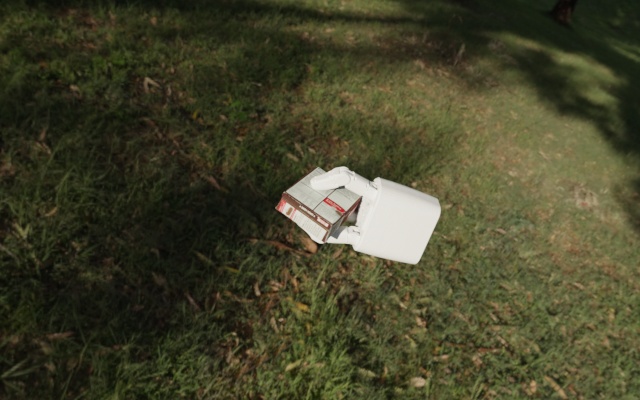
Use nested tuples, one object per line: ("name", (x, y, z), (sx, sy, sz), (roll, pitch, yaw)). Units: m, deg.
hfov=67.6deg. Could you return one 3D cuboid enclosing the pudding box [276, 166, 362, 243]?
("pudding box", (0.000, 0.002, 0.725), (0.090, 0.039, 0.113), (34, 34, 11))
